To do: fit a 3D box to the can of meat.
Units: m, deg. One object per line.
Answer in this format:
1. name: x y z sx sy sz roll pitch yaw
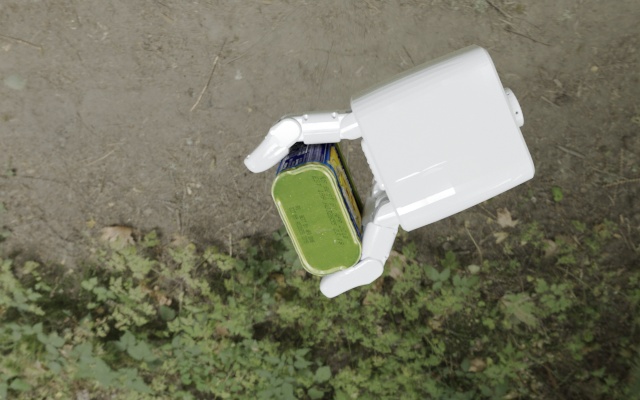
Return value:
1. can of meat: 0.000 0.001 0.408 0.057 0.102 0.084 -19 21 11
